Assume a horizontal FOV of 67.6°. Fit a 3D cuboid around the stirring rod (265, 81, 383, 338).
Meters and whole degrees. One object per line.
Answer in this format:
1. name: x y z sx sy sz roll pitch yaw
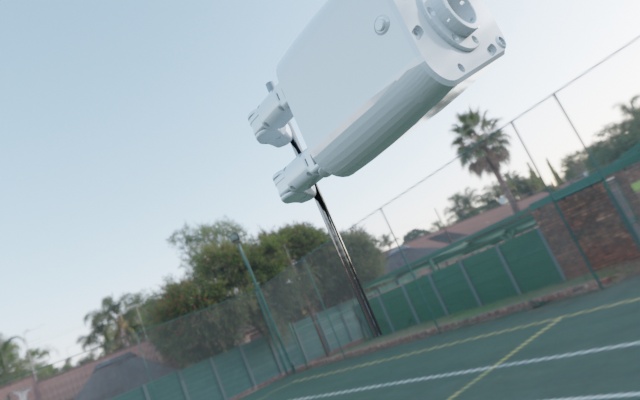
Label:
1. stirring rod: 0.000 0.001 0.410 0.011 0.239 0.011 -22 -12 -5
